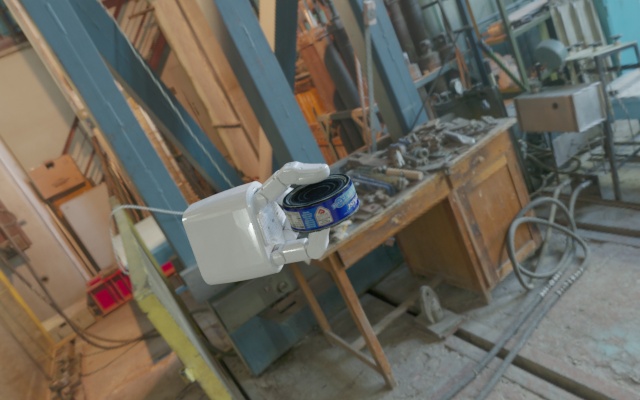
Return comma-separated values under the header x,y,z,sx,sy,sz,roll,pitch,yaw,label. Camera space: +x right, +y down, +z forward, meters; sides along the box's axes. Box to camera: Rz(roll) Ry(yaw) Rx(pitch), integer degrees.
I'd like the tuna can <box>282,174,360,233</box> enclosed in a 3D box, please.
x,y,z,sx,sy,sz,roll,pitch,yaw,label
0.000,0.001,0.549,0.086,0.034,0.086,-18,20,7,tuna can
